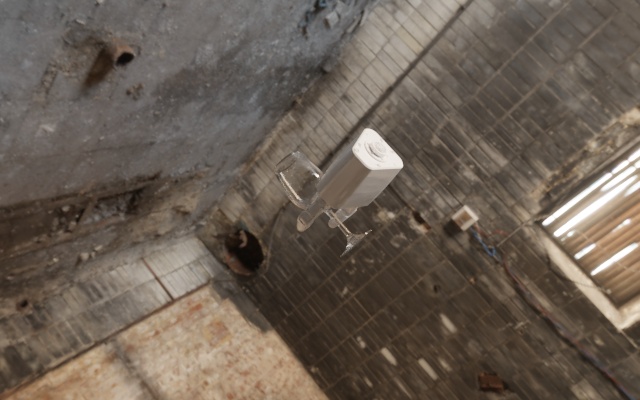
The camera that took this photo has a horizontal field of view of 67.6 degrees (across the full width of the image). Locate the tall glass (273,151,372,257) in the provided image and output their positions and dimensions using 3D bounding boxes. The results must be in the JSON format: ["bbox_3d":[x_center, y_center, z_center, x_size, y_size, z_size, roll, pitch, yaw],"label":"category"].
[{"bbox_3d":[0.000,0.003,0.868,0.079,0.201,0.079,-40,-9,-8],"label":"tall glass"}]
